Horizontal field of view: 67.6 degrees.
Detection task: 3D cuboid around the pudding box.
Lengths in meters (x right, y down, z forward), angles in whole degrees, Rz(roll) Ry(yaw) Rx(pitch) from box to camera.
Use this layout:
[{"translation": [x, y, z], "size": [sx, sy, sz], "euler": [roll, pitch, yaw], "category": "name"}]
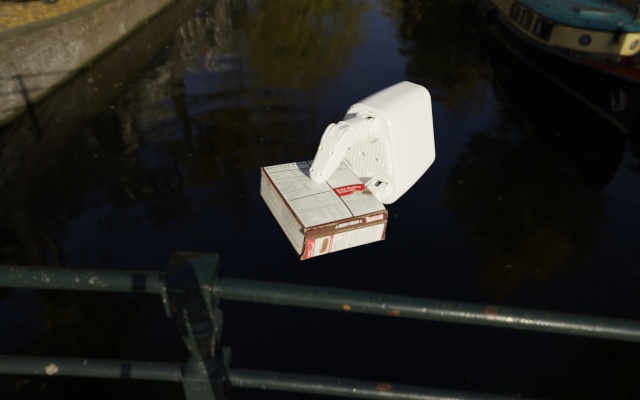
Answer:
[{"translation": [0.000, 0.001, 0.472], "size": [0.090, 0.039, 0.113], "euler": [-12, 37, -23], "category": "pudding box"}]
